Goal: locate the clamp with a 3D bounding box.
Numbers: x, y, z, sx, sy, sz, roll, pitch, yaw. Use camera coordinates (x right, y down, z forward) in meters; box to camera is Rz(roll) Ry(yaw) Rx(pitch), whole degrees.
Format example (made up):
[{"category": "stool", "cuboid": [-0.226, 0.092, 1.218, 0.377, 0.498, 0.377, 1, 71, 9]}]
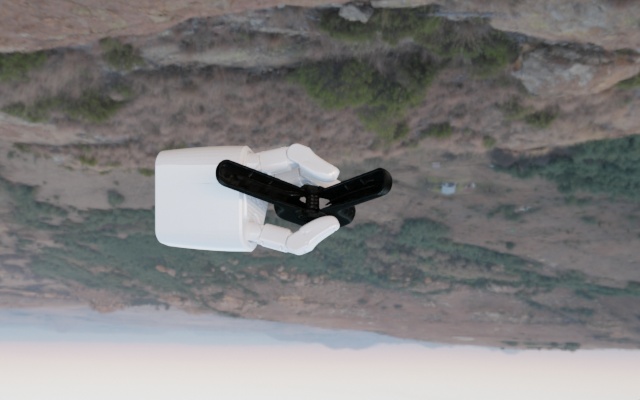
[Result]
[{"category": "clamp", "cuboid": [0.000, 0.003, 0.522, 0.164, 0.036, 0.210, 3, -15, 13]}]
